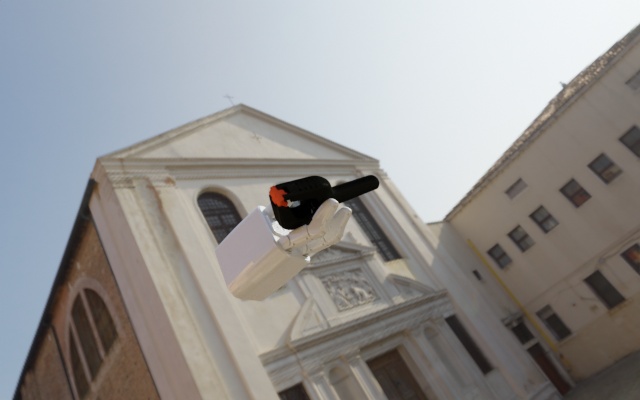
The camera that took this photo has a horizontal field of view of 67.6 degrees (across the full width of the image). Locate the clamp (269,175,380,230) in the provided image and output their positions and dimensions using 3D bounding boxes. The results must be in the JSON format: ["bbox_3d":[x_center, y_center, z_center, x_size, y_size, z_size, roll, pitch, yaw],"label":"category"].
[{"bbox_3d":[-0.001,0.002,0.709,0.036,0.164,0.210,50,10,27],"label":"clamp"}]
